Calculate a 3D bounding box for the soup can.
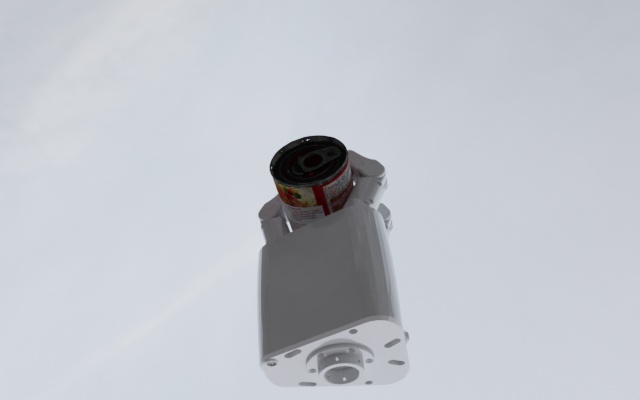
[{"bbox_3d":[0.000,0.001,0.436,0.068,0.102,0.068,-9,42,8],"label":"soup can"}]
